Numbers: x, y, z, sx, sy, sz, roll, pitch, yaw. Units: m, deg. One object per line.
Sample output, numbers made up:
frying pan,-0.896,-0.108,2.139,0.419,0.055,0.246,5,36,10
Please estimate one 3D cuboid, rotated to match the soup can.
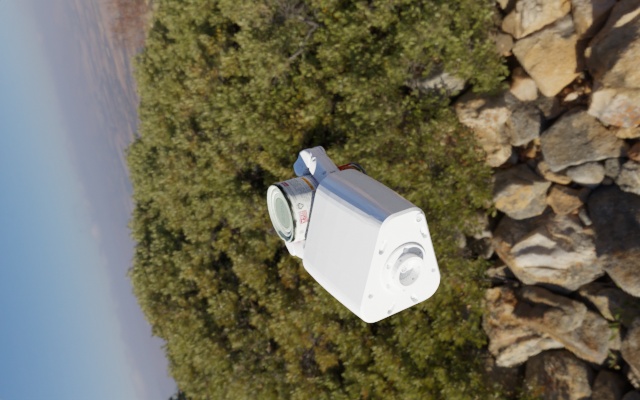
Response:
soup can,0.000,0.002,0.534,0.102,0.068,0.068,-17,7,-25
